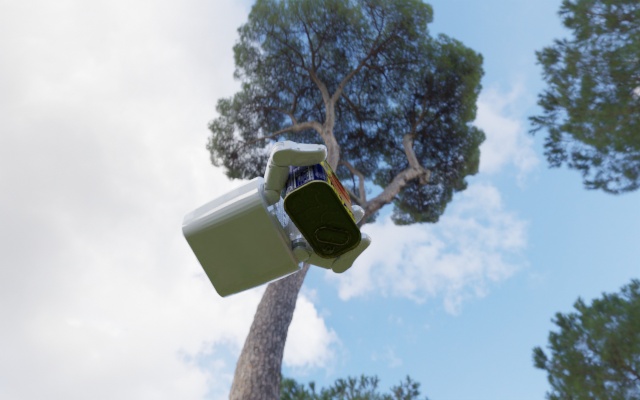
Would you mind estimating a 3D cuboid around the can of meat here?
[{"bbox_3d":[0.000,0.002,0.551,0.057,0.102,0.084,-28,31,11],"label":"can of meat"}]
